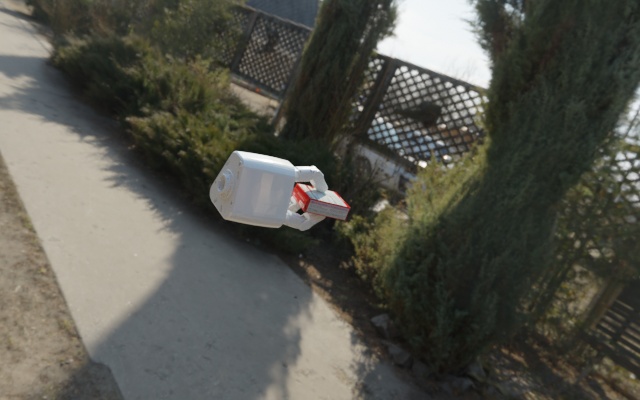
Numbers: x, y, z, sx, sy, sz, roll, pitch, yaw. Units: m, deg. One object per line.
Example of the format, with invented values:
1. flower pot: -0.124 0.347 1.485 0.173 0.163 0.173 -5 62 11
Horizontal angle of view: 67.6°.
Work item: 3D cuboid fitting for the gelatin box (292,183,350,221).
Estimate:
1. gelatin box: 0.001 0.003 0.877 0.089 0.030 0.073 12 19 -27
